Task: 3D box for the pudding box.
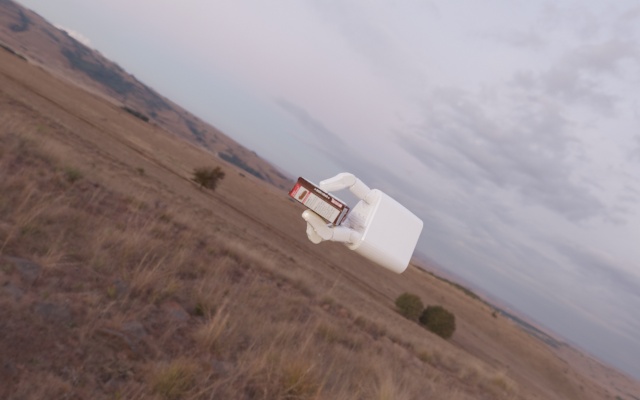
[{"bbox_3d":[0.000,0.002,0.782,0.090,0.039,0.113,32,-1,7],"label":"pudding box"}]
